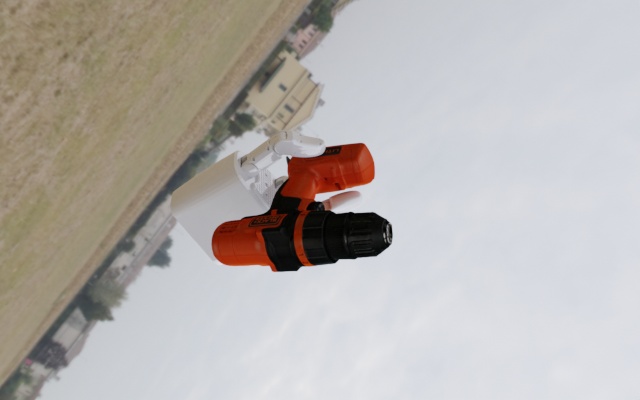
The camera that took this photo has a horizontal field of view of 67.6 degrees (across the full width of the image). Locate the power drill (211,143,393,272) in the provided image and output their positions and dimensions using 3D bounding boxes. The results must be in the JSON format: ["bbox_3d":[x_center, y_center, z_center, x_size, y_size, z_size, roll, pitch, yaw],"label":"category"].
[{"bbox_3d":[0.000,0.001,0.504,0.184,0.057,0.187,-4,27,24],"label":"power drill"}]
